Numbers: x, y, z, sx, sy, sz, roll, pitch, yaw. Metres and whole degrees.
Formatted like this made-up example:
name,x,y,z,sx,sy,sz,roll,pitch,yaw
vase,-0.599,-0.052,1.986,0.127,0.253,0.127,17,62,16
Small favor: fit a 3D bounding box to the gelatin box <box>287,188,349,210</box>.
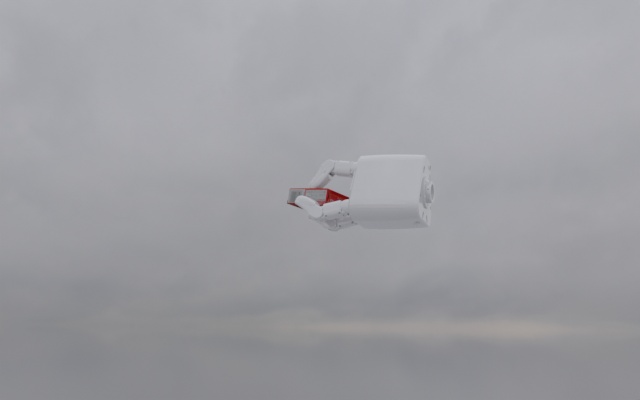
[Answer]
name,x,y,z,sx,sy,sz,roll,pitch,yaw
gelatin box,0.000,0.002,0.808,0.089,0.030,0.073,1,-14,39
